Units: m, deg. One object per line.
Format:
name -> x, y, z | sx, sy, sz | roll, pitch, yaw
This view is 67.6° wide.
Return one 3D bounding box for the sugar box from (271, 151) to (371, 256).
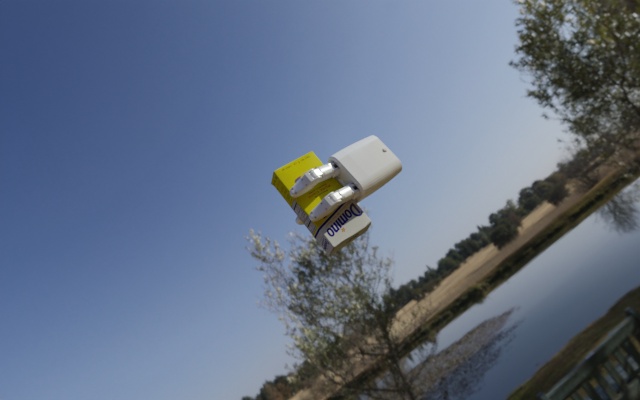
sugar box -> 0.000, 0.002, 0.850 | 0.093, 0.176, 0.048 | -32, -20, -27
